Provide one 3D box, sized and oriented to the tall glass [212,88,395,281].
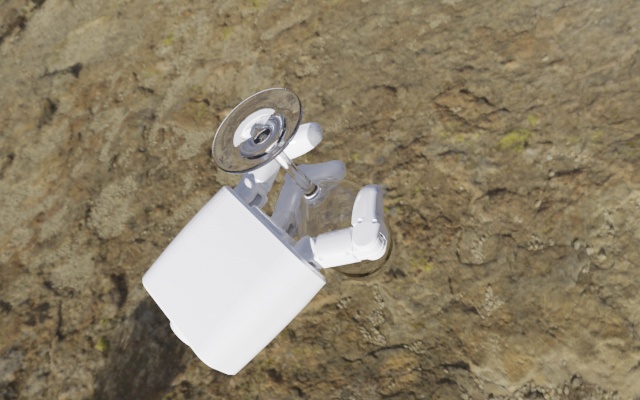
[{"bbox_3d":[0.000,0.001,0.403,0.079,0.079,0.201,0,-31,33],"label":"tall glass"}]
